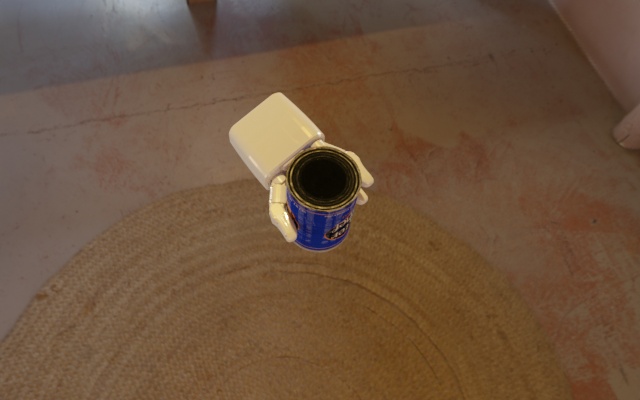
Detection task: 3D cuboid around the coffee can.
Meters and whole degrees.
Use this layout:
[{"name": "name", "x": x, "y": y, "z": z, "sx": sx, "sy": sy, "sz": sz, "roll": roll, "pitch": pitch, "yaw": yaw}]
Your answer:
[{"name": "coffee can", "x": 0.000, "y": 0.003, "z": 0.697, "sx": 0.103, "sy": 0.102, "sz": 0.140, "roll": 0, "pitch": -28, "yaw": -4}]
